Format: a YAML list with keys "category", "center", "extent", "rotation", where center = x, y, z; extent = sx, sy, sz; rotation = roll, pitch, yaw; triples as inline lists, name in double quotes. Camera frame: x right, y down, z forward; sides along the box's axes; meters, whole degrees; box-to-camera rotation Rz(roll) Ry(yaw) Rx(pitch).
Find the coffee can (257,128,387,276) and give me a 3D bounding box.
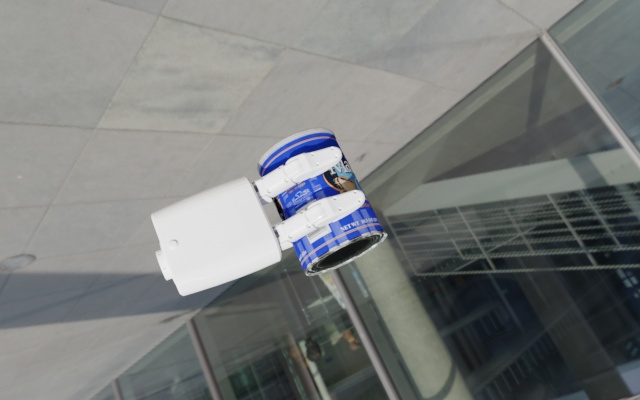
- category: "coffee can"
  center: [0.000, 0.002, 0.557]
  extent: [0.103, 0.140, 0.103]
  rotation: [-24, -18, -8]
